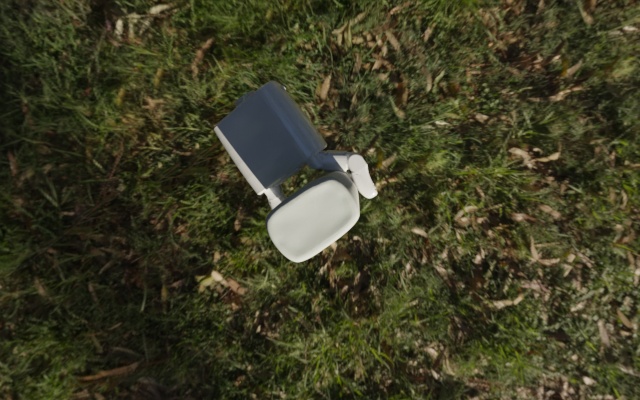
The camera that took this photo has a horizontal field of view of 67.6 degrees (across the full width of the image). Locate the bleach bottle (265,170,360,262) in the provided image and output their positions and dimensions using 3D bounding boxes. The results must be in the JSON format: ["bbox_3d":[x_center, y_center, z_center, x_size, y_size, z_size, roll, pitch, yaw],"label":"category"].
[{"bbox_3d":[0.000,0.002,0.625,0.102,0.068,0.251,-35,5,7],"label":"bleach bottle"}]
